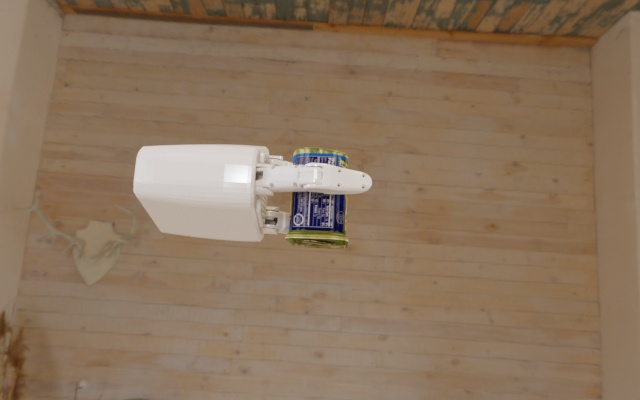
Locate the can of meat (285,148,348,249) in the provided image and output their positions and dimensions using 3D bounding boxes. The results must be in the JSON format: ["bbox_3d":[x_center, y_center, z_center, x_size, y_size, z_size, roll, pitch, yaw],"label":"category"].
[{"bbox_3d":[0.000,0.001,0.471,0.057,0.084,0.102,2,-10,4],"label":"can of meat"}]
